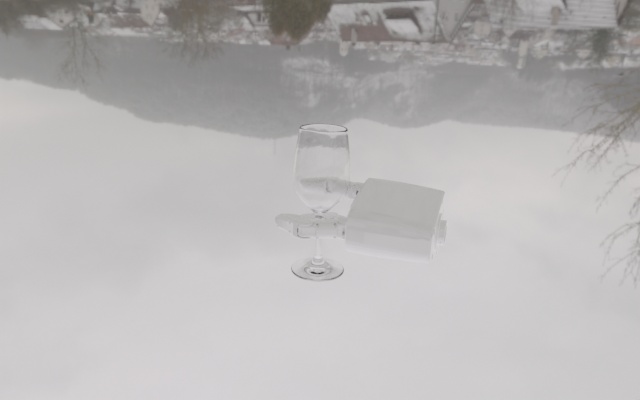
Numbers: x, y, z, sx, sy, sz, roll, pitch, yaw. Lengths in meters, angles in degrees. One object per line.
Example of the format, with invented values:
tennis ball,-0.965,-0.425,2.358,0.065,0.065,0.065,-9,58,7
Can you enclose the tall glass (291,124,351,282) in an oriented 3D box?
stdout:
tall glass,0.000,0.003,0.638,0.079,0.201,0.079,2,18,-1
